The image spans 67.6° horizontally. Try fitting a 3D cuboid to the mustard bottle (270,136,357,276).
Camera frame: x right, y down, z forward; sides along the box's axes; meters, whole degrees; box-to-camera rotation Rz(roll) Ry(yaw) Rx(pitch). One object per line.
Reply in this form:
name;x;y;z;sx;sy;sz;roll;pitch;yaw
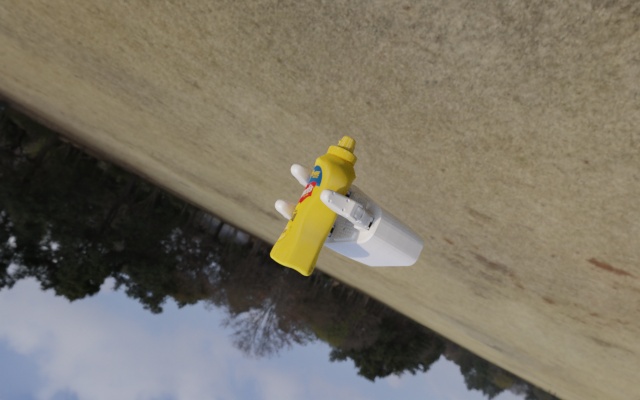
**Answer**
mustard bottle;0.000;0.002;0.639;0.058;0.191;0.096;27;-7;-10
